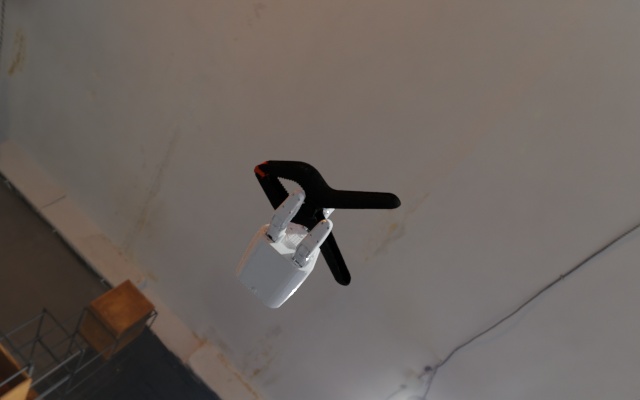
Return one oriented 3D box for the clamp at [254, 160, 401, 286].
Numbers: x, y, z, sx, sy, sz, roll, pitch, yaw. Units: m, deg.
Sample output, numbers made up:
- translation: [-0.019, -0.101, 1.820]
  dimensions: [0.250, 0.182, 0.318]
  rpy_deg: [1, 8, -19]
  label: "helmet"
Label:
- translation: [0.000, 0.002, 0.667]
  dimensions: [0.210, 0.165, 0.036]
  rpy_deg: [41, 32, 8]
  label: "clamp"
